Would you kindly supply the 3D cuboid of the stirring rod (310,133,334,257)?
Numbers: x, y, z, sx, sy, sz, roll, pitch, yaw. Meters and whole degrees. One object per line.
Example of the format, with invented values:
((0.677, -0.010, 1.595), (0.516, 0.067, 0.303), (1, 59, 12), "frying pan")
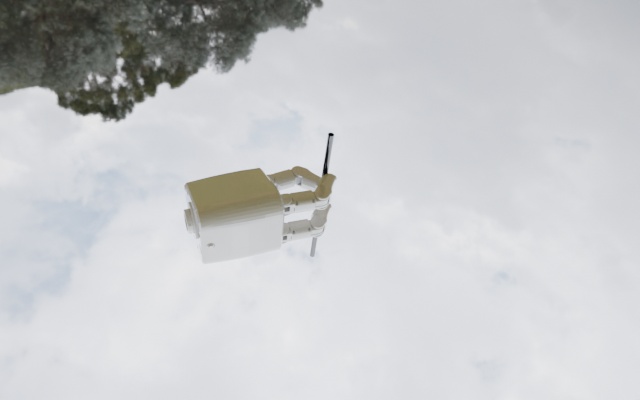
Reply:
((0.000, 0.002, 0.691), (0.011, 0.240, 0.011), (5, 44, -4), "stirring rod")
